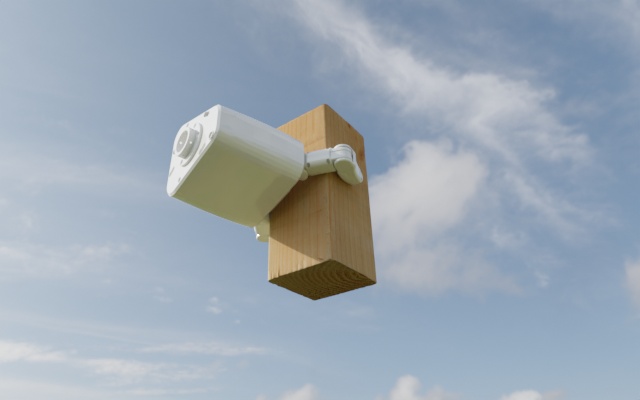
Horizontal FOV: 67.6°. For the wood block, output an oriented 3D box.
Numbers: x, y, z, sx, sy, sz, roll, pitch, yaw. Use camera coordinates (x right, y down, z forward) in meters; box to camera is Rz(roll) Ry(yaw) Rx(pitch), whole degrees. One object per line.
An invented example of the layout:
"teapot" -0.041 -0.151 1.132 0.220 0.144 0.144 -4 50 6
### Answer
"wood block" 0.000 0.002 0.573 0.091 0.206 0.090 -22 -36 30
